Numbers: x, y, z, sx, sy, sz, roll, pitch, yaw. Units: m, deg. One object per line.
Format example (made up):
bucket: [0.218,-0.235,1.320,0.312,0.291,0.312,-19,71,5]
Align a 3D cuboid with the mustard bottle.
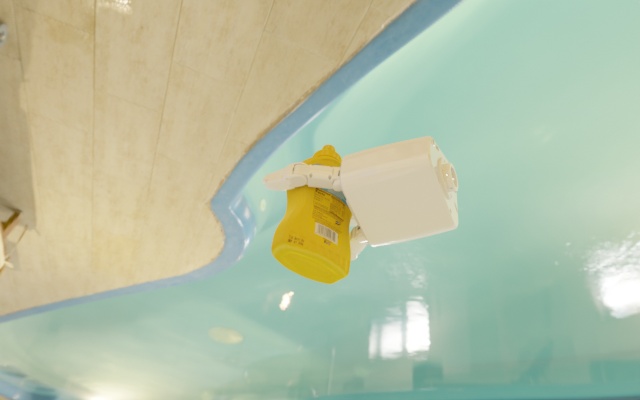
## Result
mustard bottle: [0.000,0.002,0.602,0.096,0.191,0.058,29,-42,-23]
